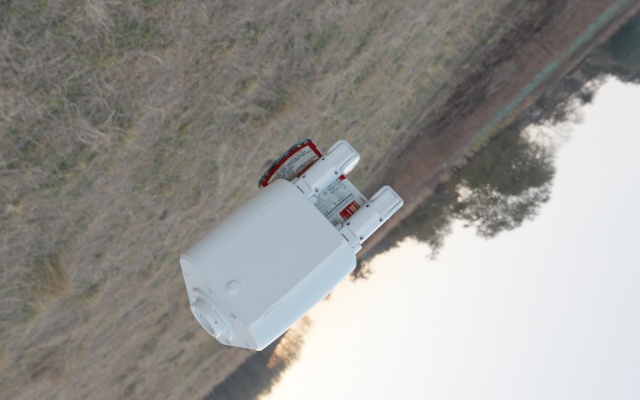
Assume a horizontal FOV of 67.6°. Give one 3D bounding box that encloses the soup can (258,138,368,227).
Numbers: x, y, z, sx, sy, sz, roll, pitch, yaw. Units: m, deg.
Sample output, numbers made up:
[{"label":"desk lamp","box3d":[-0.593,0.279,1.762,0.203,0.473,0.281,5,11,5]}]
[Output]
[{"label":"soup can","box3d":[0.001,0.001,0.448,0.068,0.102,0.068,-42,-7,-7]}]
